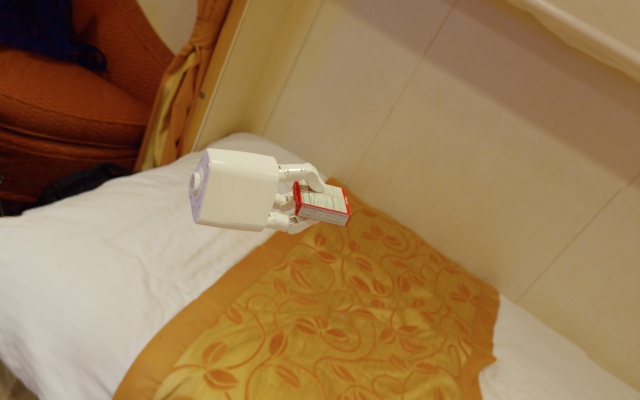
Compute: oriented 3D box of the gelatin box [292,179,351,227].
[{"bbox_3d":[0.001,0.002,0.778,0.089,0.030,0.073,12,34,-17],"label":"gelatin box"}]
